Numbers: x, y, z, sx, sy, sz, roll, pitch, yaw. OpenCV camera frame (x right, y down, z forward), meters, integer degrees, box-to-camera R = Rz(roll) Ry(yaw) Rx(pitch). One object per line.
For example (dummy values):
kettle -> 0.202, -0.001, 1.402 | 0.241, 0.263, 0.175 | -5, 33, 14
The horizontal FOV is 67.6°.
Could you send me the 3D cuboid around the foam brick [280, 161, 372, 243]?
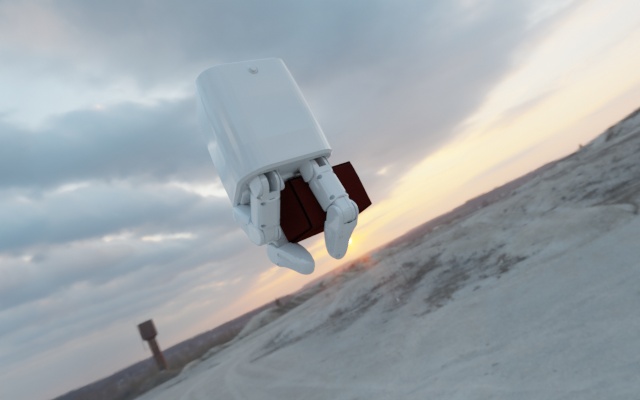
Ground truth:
foam brick -> 0.000, 0.002, 0.470 | 0.078, 0.051, 0.053 | -19, -12, -35
